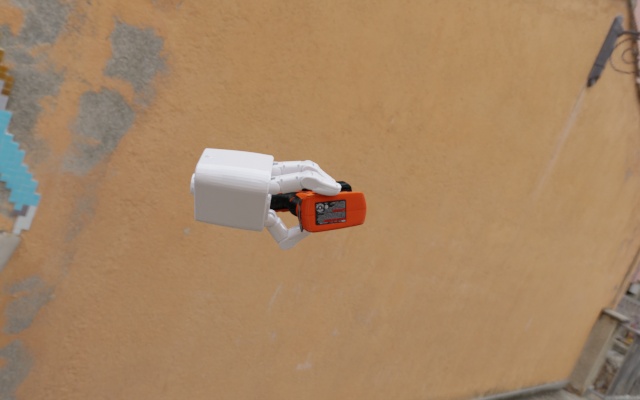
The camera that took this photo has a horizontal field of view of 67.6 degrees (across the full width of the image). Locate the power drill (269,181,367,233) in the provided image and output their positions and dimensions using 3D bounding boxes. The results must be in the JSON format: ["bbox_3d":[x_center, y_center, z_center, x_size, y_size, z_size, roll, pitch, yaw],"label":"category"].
[{"bbox_3d":[0.000,0.003,0.793,0.184,0.057,0.187,-8,11,-22],"label":"power drill"}]
